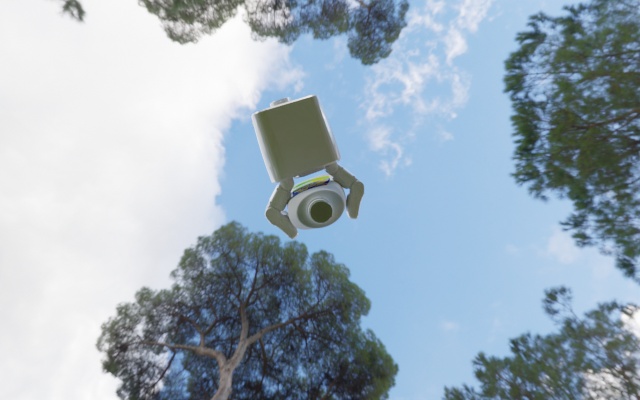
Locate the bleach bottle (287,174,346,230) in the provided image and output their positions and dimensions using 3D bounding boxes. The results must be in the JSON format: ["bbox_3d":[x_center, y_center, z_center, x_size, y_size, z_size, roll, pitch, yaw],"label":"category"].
[{"bbox_3d":[0.000,0.002,0.722,0.102,0.068,0.251,-18,5,-3],"label":"bleach bottle"}]
